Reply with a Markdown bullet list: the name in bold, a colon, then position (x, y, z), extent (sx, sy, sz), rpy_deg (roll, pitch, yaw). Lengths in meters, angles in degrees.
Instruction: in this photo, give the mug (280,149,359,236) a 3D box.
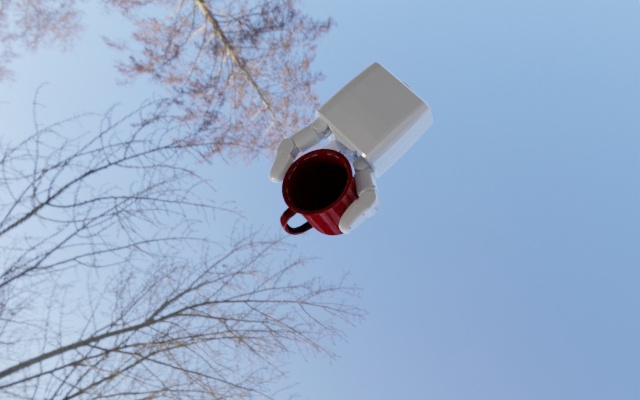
- **mug**: position (-0.001, 0.003, 0.613), extent (0.093, 0.117, 0.081), rpy_deg (46, -3, 35)
